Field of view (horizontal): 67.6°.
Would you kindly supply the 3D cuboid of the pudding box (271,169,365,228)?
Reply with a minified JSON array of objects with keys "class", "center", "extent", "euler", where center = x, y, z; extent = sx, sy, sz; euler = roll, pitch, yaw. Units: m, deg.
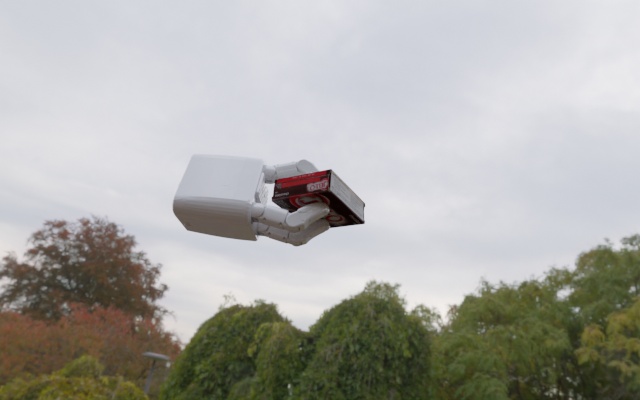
[{"class":"pudding box","center":[0.000,0.002,0.666],"extent":[0.090,0.039,0.113],"euler":[-8,-27,29]}]
